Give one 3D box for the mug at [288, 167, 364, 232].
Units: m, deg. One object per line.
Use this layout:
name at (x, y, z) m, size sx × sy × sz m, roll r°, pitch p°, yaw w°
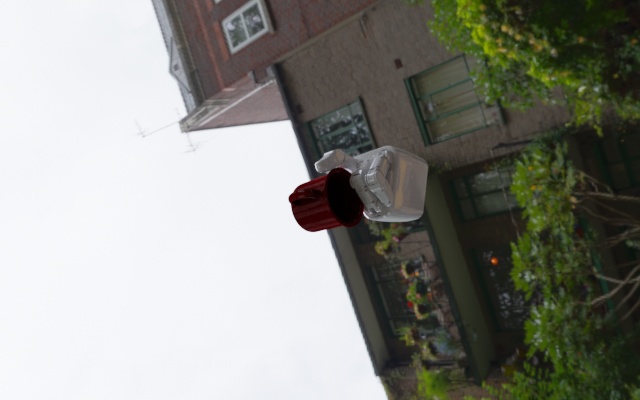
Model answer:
mug at (-0.001, 0.002, 0.733) m, size 0.081 × 0.093 × 0.117 m, roll -17°, pitch -17°, yaw 39°
